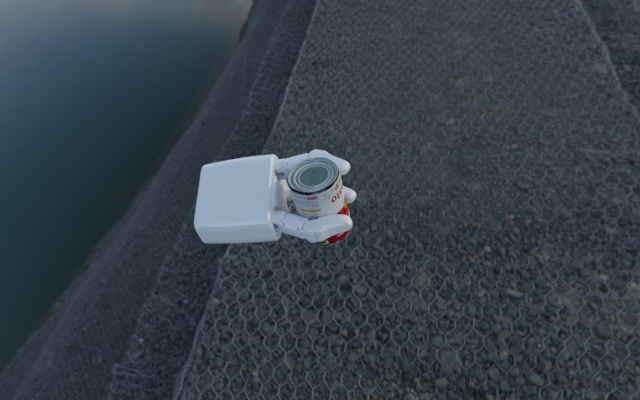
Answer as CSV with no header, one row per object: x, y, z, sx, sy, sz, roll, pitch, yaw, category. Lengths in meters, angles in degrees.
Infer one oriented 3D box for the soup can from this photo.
0.001,0.002,0.624,0.068,0.068,0.102,0,-44,16,soup can
